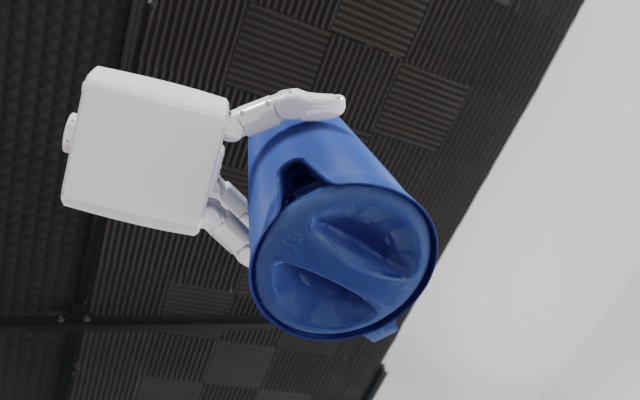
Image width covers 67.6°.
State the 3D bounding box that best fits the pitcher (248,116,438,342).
[{"bbox_3d":[0.000,0.001,0.429,0.145,0.149,0.242,12,25,-18],"label":"pitcher"}]
